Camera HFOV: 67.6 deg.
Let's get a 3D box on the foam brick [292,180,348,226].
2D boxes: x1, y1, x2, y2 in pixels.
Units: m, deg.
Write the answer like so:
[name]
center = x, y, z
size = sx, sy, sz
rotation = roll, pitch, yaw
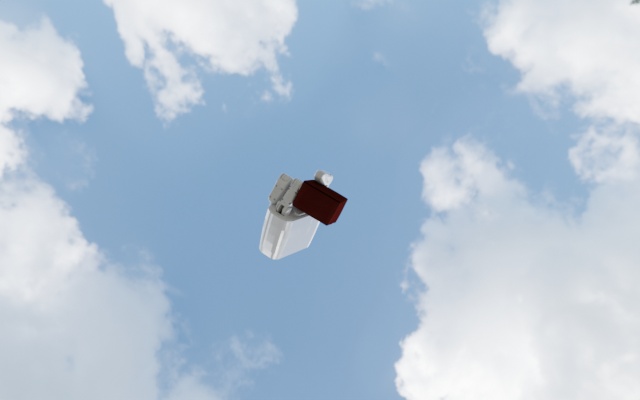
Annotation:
[foam brick]
center = 0.000, 0.003, 0.859
size = 0.078, 0.051, 0.053
rotation = 30, 14, 16
